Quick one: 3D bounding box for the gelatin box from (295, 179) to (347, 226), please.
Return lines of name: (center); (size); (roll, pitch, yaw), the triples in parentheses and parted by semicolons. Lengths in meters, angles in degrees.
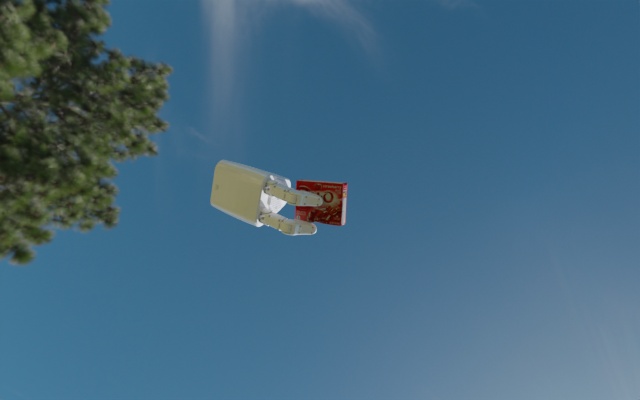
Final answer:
gelatin box: (0.001, 0.003, 0.832); (0.089, 0.073, 0.030); (6, 8, 20)
